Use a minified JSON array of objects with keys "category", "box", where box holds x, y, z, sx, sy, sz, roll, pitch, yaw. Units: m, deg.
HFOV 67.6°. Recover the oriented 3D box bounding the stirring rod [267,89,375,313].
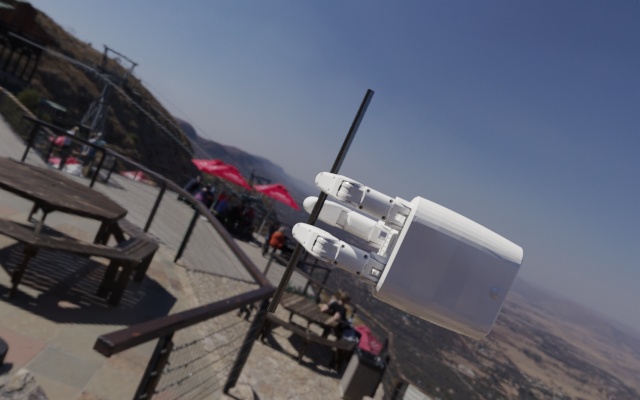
[{"category":"stirring rod","box":[0.000,0.002,0.473,0.011,0.239,0.011,24,2,-1]}]
